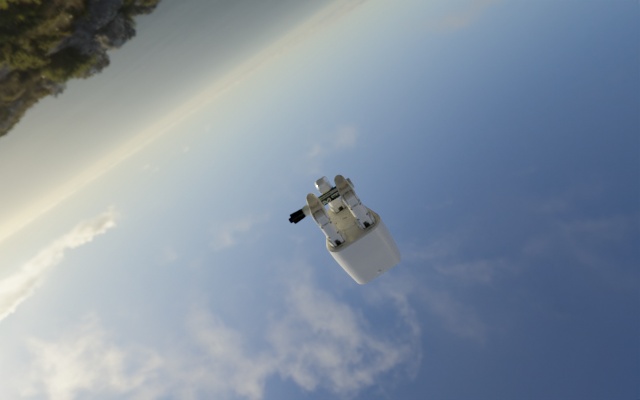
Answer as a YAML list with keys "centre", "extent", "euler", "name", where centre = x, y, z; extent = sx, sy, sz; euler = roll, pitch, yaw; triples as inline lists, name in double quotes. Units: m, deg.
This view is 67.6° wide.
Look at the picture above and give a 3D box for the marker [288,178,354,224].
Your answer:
- centre: [0.000, 0.003, 0.784]
  extent: [0.121, 0.020, 0.020]
  euler: [-32, -4, 6]
  name: "marker"
